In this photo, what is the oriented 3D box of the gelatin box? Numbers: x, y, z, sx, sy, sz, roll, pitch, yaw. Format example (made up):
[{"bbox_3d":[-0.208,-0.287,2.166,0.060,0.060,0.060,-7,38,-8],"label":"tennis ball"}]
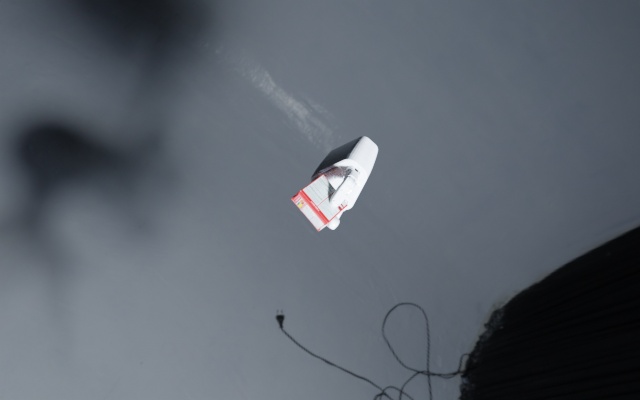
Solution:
[{"bbox_3d":[0.000,0.003,0.834,0.030,0.073,0.089,-40,-1,35],"label":"gelatin box"}]
